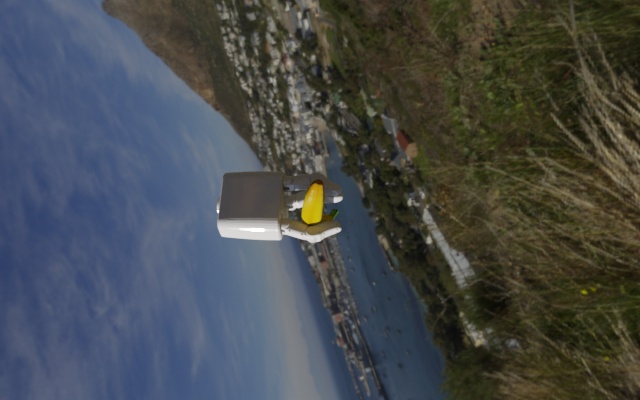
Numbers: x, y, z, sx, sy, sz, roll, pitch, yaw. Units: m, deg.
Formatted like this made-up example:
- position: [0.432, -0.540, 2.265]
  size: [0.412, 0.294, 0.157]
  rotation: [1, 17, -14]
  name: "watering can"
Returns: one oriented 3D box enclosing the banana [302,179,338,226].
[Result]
- position: [-0.006, 0.021, 0.820]
  size: [0.037, 0.069, 0.198]
  rotation: [20, -11, 12]
  name: "banana"
